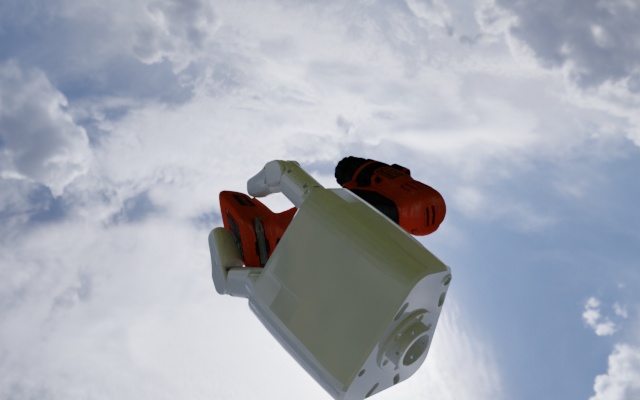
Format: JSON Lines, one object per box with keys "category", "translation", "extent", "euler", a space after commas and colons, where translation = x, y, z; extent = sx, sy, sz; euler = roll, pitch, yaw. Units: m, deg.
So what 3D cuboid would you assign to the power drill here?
{"category": "power drill", "translation": [0.000, 0.002, 0.472], "extent": [0.187, 0.057, 0.184], "euler": [-15, 20, -18]}
